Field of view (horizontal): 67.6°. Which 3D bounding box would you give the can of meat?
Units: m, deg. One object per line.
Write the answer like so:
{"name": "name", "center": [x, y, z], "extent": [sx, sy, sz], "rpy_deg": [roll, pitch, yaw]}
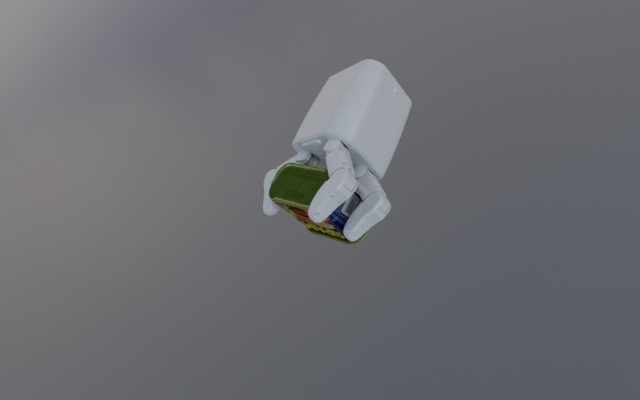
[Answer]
{"name": "can of meat", "center": [0.000, 0.002, 0.556], "extent": [0.102, 0.057, 0.084], "rpy_deg": [13, -20, 46]}
